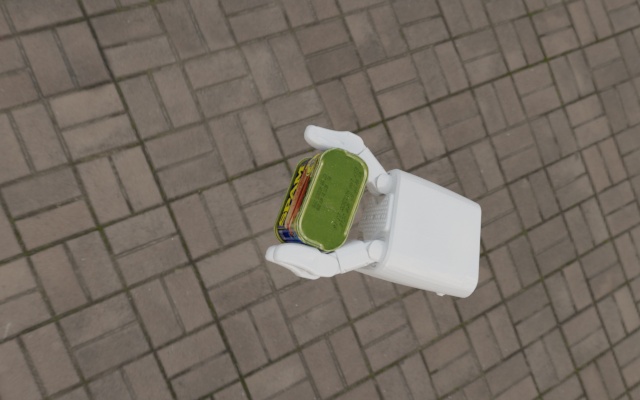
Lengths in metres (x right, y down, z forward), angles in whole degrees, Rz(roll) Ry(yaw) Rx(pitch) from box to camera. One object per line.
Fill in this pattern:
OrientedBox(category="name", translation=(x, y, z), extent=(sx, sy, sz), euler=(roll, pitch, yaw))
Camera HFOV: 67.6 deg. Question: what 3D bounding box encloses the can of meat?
OrientedBox(category="can of meat", translation=(0.000, 0.001, 0.479), extent=(0.057, 0.102, 0.084), euler=(23, -11, -15))
